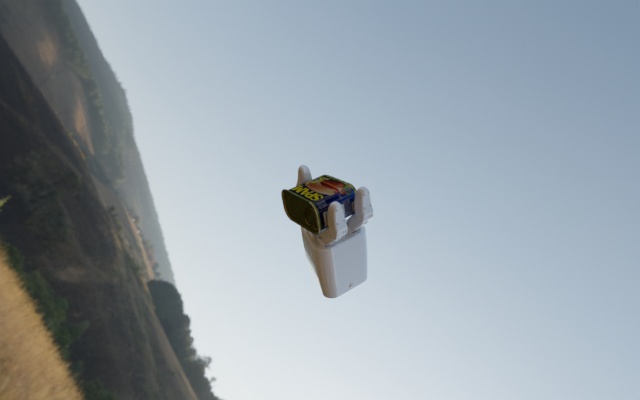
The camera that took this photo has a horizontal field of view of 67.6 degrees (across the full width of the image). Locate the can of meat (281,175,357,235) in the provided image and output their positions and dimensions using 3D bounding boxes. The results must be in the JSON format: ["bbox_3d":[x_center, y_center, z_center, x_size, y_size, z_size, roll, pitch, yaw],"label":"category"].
[{"bbox_3d":[0.000,0.002,0.764,0.084,0.057,0.102,-24,30,-28],"label":"can of meat"}]
